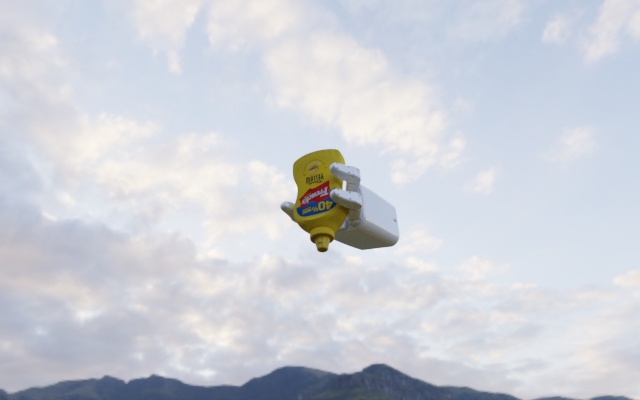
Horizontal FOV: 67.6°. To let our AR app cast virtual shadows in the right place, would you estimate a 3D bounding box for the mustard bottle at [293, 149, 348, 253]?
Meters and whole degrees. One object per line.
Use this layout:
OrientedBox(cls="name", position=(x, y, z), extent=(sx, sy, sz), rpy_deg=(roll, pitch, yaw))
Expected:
OrientedBox(cls="mustard bottle", position=(0.000, 0.002, 0.831), extent=(0.096, 0.191, 0.058), rpy_deg=(-14, -36, 16))
